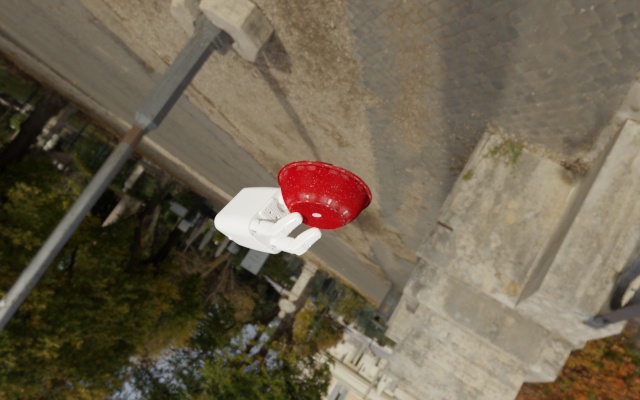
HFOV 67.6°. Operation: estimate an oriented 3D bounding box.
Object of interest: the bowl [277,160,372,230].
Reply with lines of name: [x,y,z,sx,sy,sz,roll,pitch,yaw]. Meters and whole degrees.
bowl: [0.001,0.003,0.777,0.162,0.055,0.162,12,-28,7]
